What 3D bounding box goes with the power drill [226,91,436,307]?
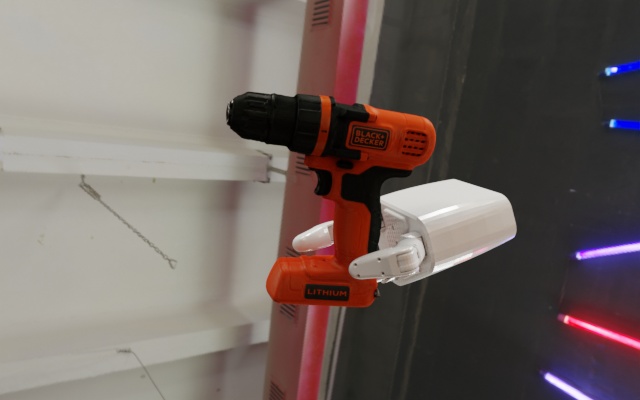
[{"bbox_3d":[0.000,0.002,0.432,0.184,0.188,0.057,7,18,-12],"label":"power drill"}]
